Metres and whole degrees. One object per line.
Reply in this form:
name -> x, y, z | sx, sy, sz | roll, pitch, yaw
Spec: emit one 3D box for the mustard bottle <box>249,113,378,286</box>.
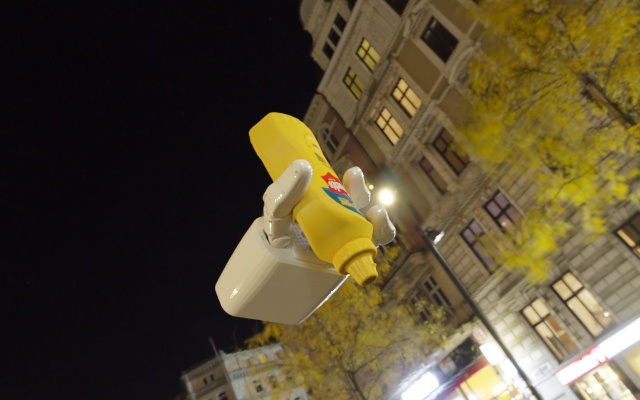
mustard bottle -> 0.000, 0.001, 0.470 | 0.058, 0.191, 0.096 | -38, -32, 11
